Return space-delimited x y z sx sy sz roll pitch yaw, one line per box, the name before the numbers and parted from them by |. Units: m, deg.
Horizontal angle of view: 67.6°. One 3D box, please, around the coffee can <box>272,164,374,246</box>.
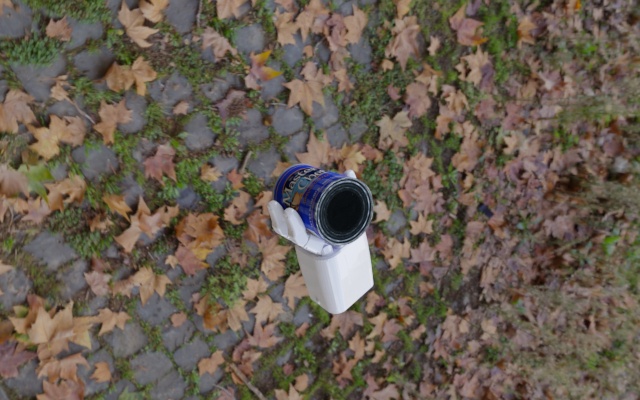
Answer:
coffee can | 0.000 0.002 0.748 0.103 0.103 0.140 0 12 -32
